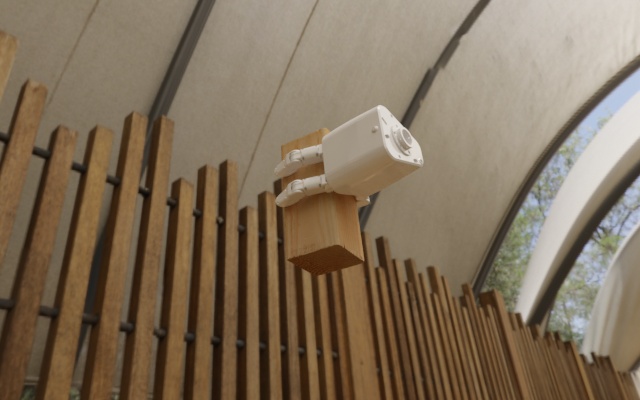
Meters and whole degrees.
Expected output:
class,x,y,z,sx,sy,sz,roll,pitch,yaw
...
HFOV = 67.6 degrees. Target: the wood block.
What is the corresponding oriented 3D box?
class,x,y,z,sx,sy,sz,roll,pitch,yaw
wood block,0.001,0.002,0.762,0.090,0.206,0.091,-20,-33,24
